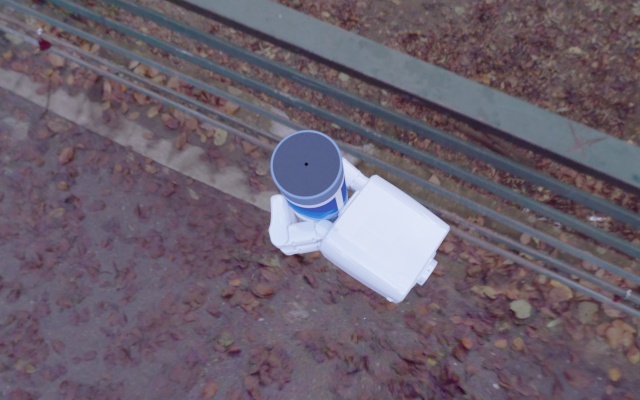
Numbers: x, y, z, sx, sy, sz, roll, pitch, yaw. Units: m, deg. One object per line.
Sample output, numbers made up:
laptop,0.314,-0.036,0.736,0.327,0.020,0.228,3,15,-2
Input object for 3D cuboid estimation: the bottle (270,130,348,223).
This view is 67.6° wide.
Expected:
bottle,0.000,0.002,0.575,0.069,0.069,0.296,0,-14,5
